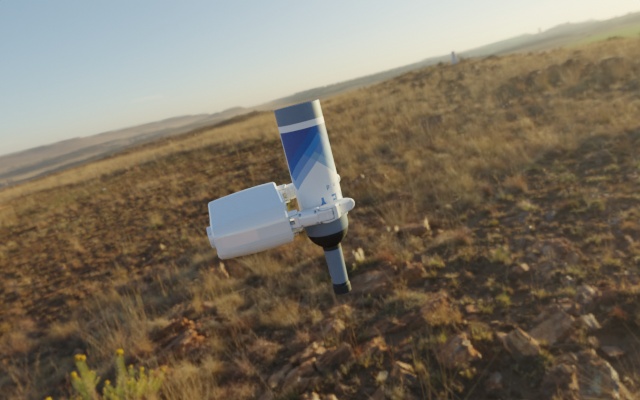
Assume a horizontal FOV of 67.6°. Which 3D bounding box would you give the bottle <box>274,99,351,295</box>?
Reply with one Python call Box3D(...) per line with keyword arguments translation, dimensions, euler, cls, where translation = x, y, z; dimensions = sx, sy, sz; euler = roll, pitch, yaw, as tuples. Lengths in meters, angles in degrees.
Box3D(translation=(0.000, 0.002, 0.715), dimensions=(0.069, 0.296, 0.069), euler=(-13, 13, 3), cls="bottle")
